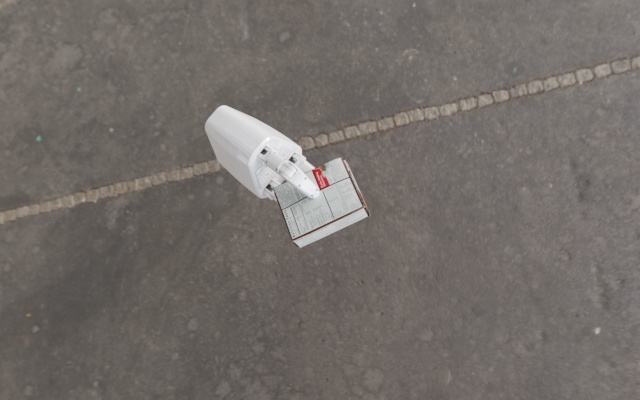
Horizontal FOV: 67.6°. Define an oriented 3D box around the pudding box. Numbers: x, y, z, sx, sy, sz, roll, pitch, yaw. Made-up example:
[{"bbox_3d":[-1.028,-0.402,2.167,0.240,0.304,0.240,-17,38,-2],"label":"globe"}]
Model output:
[{"bbox_3d":[0.000,0.002,0.666,0.113,0.090,0.039,-26,-26,8],"label":"pudding box"}]
